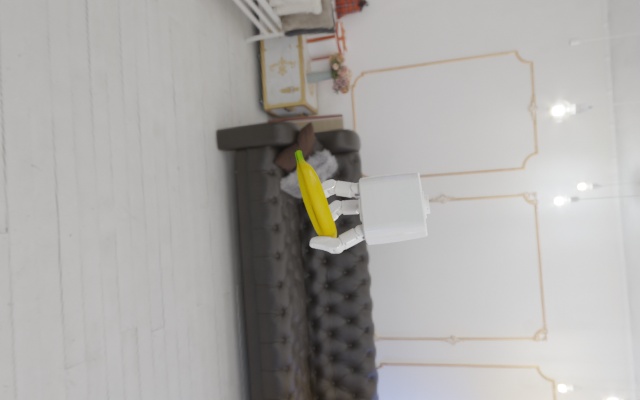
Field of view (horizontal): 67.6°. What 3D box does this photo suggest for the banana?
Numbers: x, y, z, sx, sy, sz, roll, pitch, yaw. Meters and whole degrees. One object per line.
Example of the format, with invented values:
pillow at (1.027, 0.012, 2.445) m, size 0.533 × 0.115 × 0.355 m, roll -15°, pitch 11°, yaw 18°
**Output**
banana at (-0.002, 0.010, 0.829) m, size 0.037 × 0.198 × 0.069 m, roll -12°, pitch 31°, yaw 12°
